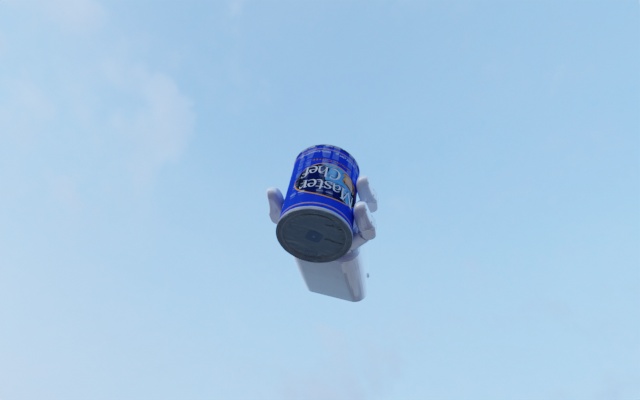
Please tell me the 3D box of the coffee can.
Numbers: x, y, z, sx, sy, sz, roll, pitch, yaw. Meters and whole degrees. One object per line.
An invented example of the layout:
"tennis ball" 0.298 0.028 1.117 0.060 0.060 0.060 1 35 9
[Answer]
"coffee can" 0.000 0.002 0.677 0.103 0.103 0.140 0 42 10
